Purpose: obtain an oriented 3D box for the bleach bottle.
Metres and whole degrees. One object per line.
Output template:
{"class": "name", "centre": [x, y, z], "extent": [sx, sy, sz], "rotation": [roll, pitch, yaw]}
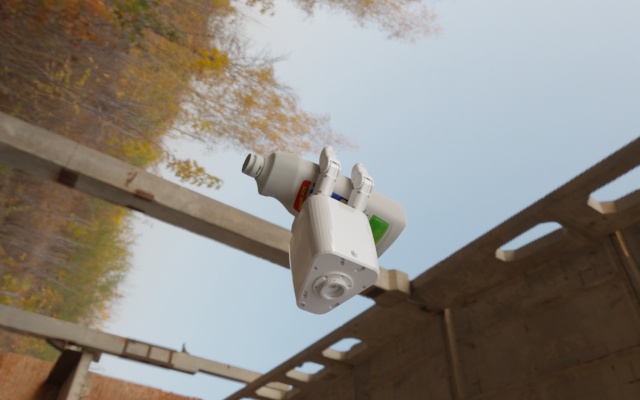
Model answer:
{"class": "bleach bottle", "centre": [0.000, 0.002, 0.696], "extent": [0.251, 0.103, 0.068], "rotation": [24, 31, -23]}
